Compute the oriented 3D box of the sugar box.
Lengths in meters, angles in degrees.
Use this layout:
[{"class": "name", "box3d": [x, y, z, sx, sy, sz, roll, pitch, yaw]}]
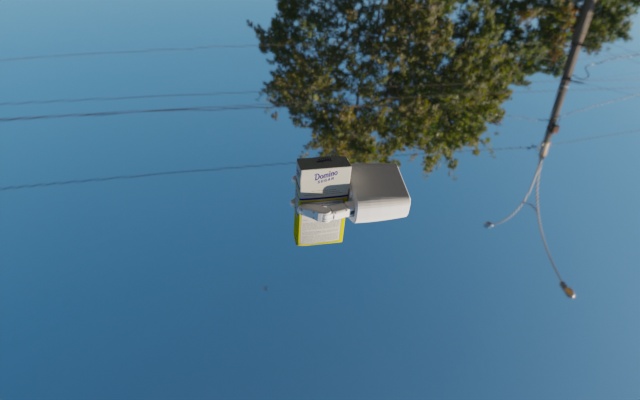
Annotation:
[{"class": "sugar box", "box3d": [0.000, 0.003, 0.880, 0.093, 0.176, 0.048, -4, 35, -13]}]
